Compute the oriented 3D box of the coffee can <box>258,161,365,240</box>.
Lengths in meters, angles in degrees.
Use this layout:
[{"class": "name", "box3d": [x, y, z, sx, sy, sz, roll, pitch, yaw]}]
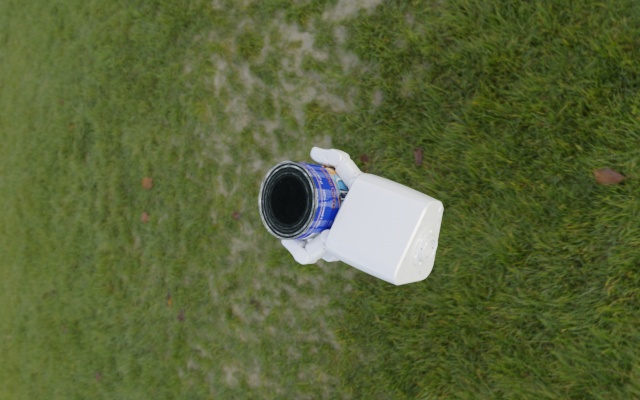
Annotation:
[{"class": "coffee can", "box3d": [0.000, 0.002, 0.662, 0.103, 0.103, 0.140, 0, -2, 40]}]
